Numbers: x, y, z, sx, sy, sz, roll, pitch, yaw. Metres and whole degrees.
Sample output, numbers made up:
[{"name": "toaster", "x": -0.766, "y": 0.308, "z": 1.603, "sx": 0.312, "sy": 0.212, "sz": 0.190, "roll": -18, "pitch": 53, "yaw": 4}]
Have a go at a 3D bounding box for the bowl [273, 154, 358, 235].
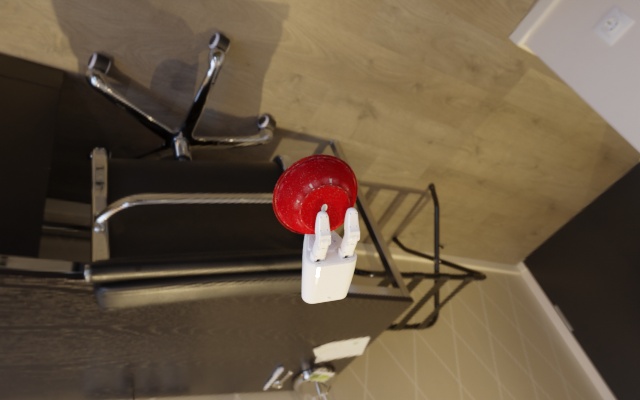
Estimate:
[{"name": "bowl", "x": 0.000, "y": 0.002, "z": 0.841, "sx": 0.162, "sy": 0.162, "sz": 0.055, "roll": 0, "pitch": 27, "yaw": -20}]
